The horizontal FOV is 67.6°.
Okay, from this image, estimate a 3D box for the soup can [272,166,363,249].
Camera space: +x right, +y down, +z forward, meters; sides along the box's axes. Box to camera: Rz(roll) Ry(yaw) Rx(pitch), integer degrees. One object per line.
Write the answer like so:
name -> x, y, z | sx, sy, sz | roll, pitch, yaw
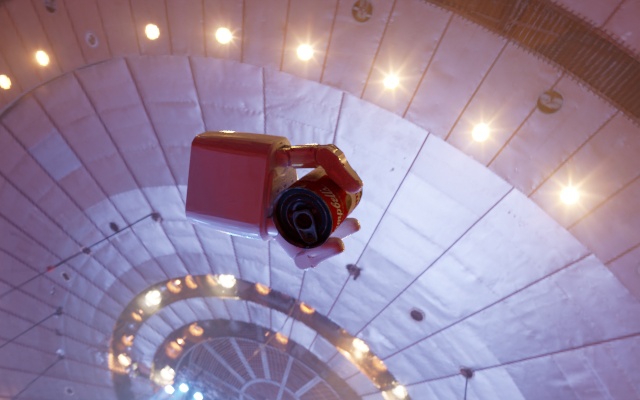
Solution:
soup can -> 0.001, 0.002, 0.526 | 0.068, 0.068, 0.102 | 0, 20, 24
